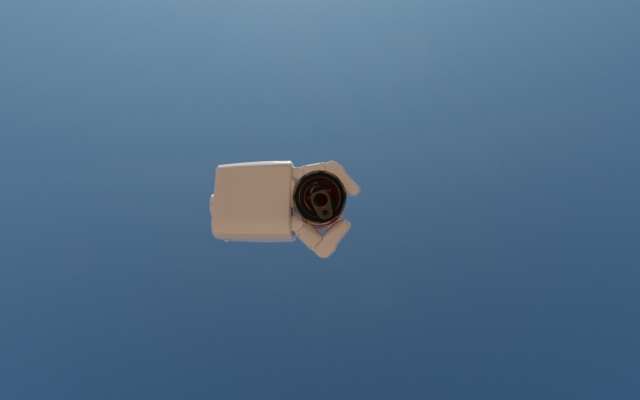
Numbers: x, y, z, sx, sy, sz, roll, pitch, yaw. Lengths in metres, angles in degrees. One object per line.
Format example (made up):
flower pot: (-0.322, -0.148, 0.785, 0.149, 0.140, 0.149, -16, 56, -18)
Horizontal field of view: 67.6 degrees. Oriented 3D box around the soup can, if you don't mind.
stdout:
soup can: (0.001, 0.002, 0.646, 0.068, 0.068, 0.102, 0, -8, 2)
